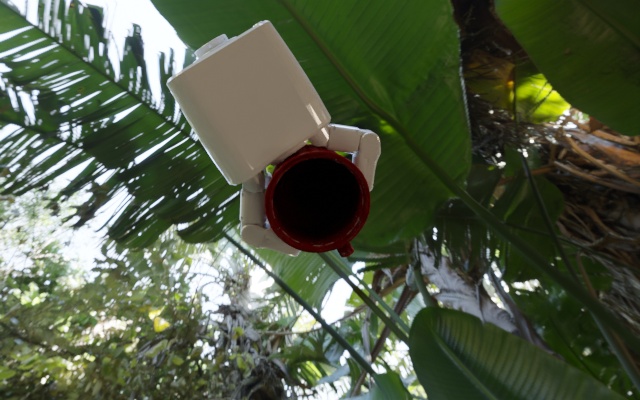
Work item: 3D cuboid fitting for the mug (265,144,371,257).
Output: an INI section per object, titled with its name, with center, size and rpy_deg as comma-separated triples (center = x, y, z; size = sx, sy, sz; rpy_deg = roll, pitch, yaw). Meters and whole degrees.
[mug]
center = 0.001, 0.003, 0.458
size = 0.093, 0.117, 0.081
rpy_deg = -31, 17, 3
